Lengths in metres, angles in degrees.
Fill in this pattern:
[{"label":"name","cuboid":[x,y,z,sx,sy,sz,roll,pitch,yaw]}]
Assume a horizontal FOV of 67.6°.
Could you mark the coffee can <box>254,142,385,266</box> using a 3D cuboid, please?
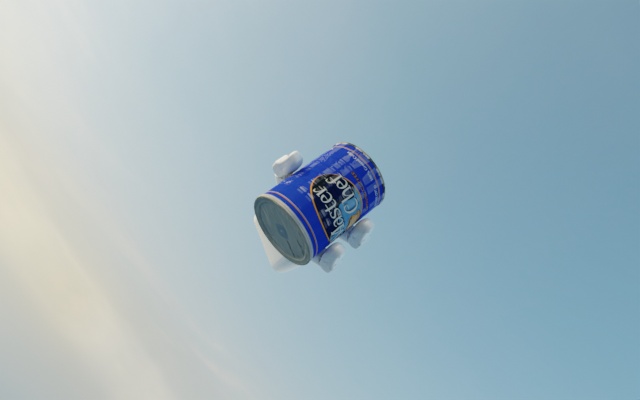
[{"label":"coffee can","cuboid":[0.000,0.002,0.619,0.140,0.103,0.103,-37,19,-28]}]
